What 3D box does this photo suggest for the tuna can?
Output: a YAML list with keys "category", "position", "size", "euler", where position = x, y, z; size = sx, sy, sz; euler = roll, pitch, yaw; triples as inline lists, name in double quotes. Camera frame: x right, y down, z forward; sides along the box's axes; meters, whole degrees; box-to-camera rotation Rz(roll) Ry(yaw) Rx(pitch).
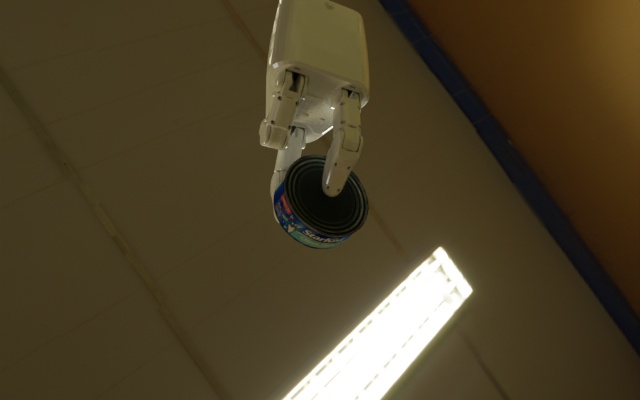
- category: "tuna can"
  position: [0.000, 0.002, 0.447]
  size: [0.086, 0.086, 0.034]
  euler: [0, -29, -30]
